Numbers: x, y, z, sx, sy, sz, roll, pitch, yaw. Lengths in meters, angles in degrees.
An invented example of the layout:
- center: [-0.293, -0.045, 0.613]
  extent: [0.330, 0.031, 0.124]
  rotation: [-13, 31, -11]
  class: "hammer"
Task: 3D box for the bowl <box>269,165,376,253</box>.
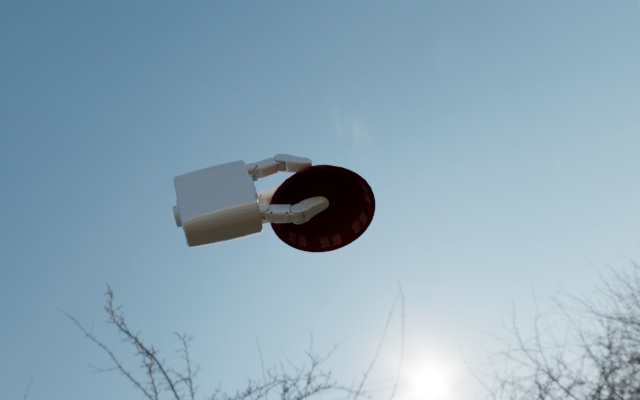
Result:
- center: [0.001, 0.002, 0.731]
  extent: [0.162, 0.162, 0.055]
  rotation: [0, 36, -9]
  class: "bowl"
